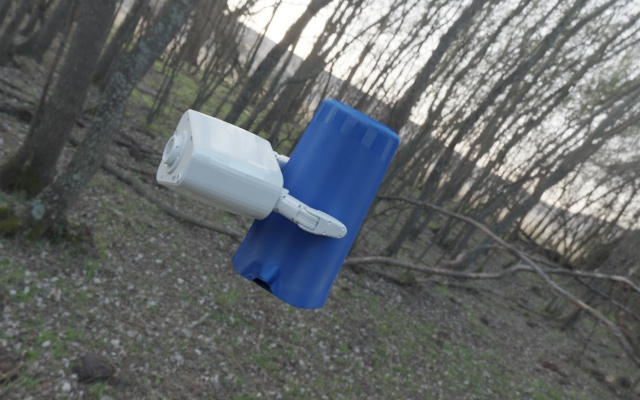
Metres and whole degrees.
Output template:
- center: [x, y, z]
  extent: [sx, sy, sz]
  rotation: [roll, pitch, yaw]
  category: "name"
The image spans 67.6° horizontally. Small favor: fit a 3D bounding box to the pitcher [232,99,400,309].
- center: [0.000, 0.002, 0.612]
  extent: [0.145, 0.243, 0.149]
  rotation: [22, 11, -32]
  category: "pitcher"
